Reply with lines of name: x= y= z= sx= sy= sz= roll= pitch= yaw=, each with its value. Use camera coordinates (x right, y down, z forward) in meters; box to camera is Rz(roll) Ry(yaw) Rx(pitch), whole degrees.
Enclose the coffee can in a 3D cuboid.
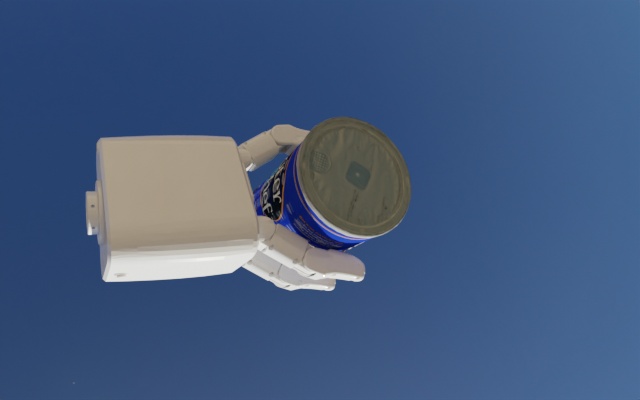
coffee can: x=0.000 y=0.001 z=0.437 sx=0.103 sy=0.102 sz=0.140 roll=0 pitch=-19 yaw=-27
